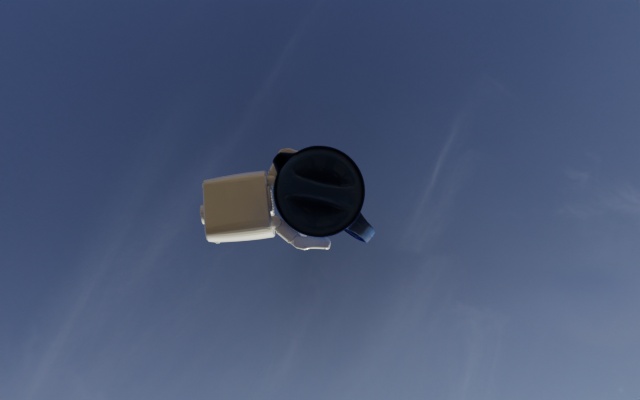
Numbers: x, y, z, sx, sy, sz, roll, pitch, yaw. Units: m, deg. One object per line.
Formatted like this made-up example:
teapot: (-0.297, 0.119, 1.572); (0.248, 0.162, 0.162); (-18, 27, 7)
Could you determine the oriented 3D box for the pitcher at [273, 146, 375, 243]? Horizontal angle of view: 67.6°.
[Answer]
pitcher: (0.000, 0.003, 0.799); (0.145, 0.149, 0.243); (-7, -4, -3)
